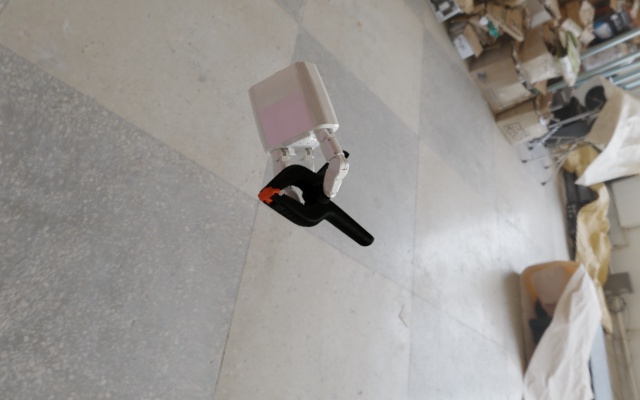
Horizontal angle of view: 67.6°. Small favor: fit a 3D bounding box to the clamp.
[{"bbox_3d":[0.000,0.002,0.708,0.036,0.164,0.210,-29,-13,39],"label":"clamp"}]
